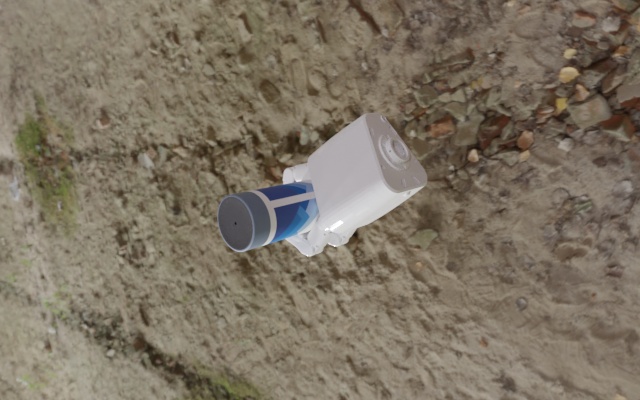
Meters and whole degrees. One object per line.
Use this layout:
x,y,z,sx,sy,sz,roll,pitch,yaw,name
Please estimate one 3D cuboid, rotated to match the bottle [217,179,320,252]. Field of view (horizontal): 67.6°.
0.000,0.002,0.648,0.069,0.069,0.295,0,9,42,bottle
